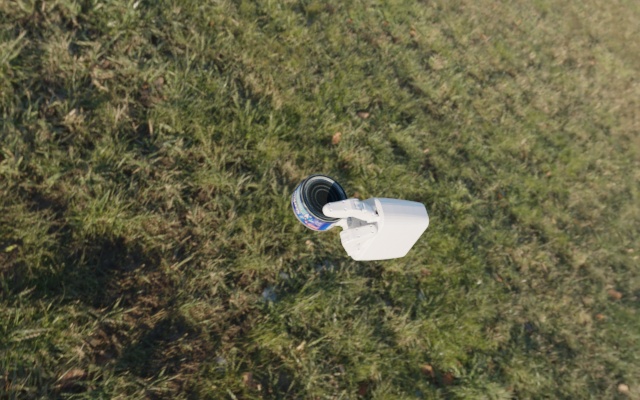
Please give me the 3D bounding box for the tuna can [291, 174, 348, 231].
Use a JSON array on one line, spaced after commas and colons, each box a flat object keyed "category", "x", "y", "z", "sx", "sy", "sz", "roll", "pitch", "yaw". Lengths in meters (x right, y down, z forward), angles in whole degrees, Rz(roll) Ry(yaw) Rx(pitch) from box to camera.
[{"category": "tuna can", "x": 0.000, "y": 0.002, "z": 0.747, "sx": 0.086, "sy": 0.086, "sz": 0.034, "roll": 0, "pitch": -25, "yaw": -30}]
